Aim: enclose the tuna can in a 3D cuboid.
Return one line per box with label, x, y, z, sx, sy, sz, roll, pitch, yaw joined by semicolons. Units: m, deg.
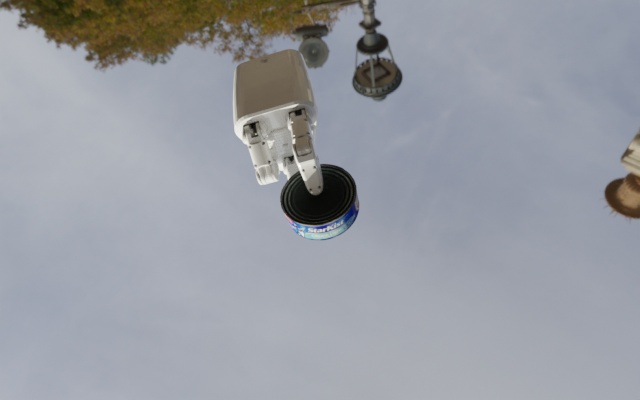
tuna can;0.000;0.002;0.536;0.086;0.086;0.034;0;-37;14
